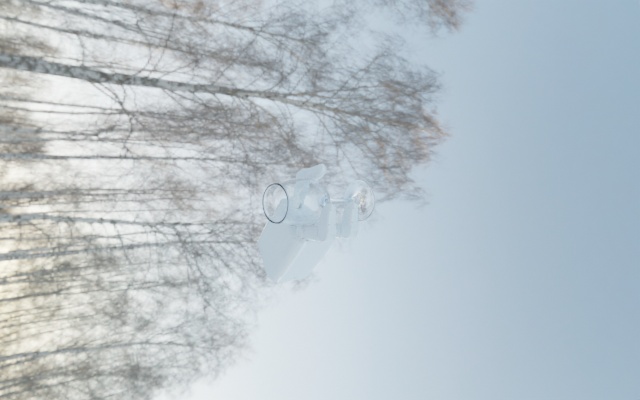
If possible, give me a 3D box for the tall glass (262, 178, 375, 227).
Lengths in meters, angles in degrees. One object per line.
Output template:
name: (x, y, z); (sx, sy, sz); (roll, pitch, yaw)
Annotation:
tall glass: (0.001, 0.002, 0.796); (0.079, 0.079, 0.201); (0, 1, 44)
